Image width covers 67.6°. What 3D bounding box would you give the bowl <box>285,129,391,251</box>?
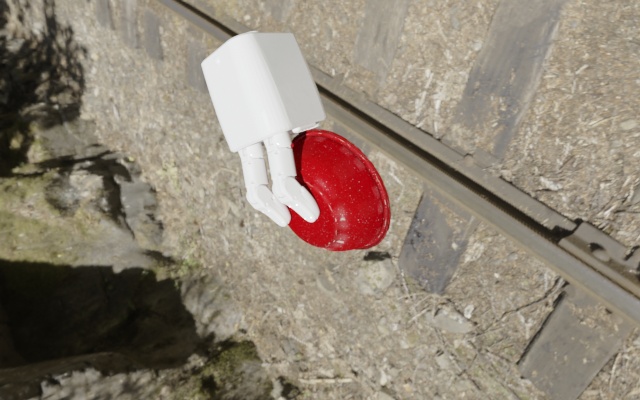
[{"bbox_3d":[0.001,0.003,0.555,0.162,0.162,0.055,0,28,47],"label":"bowl"}]
